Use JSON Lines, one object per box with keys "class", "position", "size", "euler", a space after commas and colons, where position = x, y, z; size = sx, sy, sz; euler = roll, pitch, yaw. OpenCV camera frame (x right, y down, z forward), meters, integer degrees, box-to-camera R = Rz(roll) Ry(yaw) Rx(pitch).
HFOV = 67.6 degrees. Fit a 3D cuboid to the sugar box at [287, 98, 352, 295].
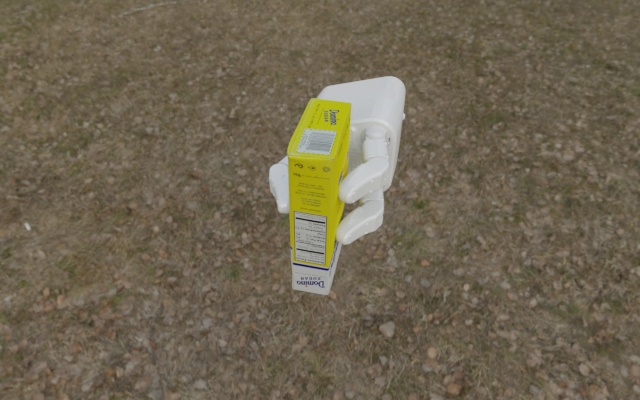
{"class": "sugar box", "position": [0.001, 0.001, 0.468], "size": [0.048, 0.176, 0.093], "euler": [7, 42, 11]}
